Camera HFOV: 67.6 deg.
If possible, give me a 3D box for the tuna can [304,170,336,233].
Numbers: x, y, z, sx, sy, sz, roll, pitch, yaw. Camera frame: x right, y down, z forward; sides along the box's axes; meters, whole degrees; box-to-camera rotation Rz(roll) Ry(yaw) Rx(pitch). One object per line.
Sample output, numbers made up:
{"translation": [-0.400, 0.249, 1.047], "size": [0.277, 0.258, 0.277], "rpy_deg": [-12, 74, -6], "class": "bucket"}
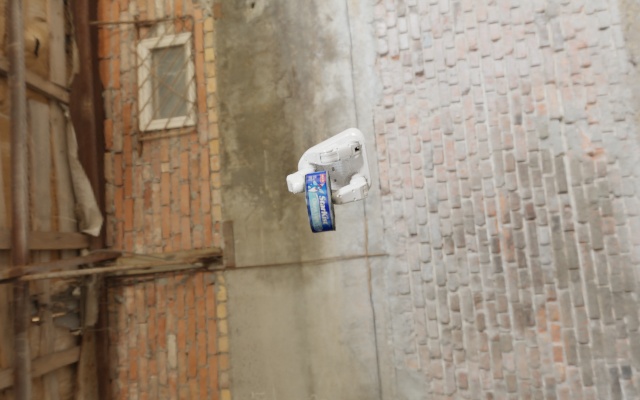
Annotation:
{"translation": [0.000, 0.002, 0.667], "size": [0.034, 0.086, 0.086], "rpy_deg": [-7, -1, 4], "class": "tuna can"}
